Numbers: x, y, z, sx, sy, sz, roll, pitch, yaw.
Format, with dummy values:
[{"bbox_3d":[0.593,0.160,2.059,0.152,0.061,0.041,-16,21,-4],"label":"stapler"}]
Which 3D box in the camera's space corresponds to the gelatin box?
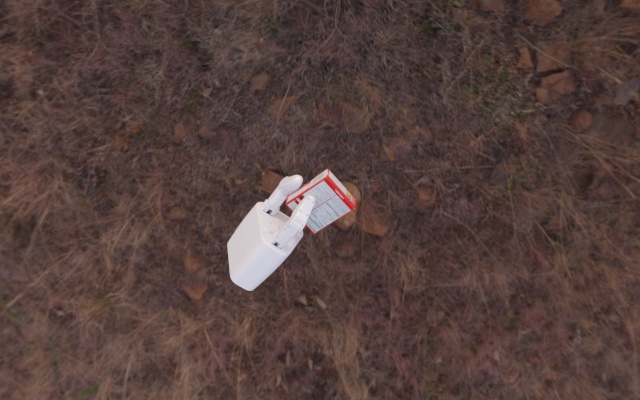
[{"bbox_3d":[0.000,0.003,0.765,0.089,0.073,0.030,-33,23,24],"label":"gelatin box"}]
